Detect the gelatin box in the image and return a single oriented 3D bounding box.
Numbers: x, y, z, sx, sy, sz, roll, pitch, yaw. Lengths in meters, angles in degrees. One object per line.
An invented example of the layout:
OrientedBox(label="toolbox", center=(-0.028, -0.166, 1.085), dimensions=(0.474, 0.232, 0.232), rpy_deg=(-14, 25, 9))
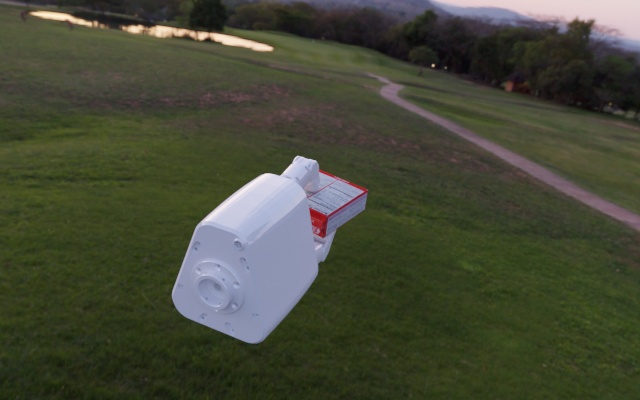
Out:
OrientedBox(label="gelatin box", center=(0.000, 0.001, 0.541), dimensions=(0.073, 0.030, 0.089), rpy_deg=(24, 34, 27))
